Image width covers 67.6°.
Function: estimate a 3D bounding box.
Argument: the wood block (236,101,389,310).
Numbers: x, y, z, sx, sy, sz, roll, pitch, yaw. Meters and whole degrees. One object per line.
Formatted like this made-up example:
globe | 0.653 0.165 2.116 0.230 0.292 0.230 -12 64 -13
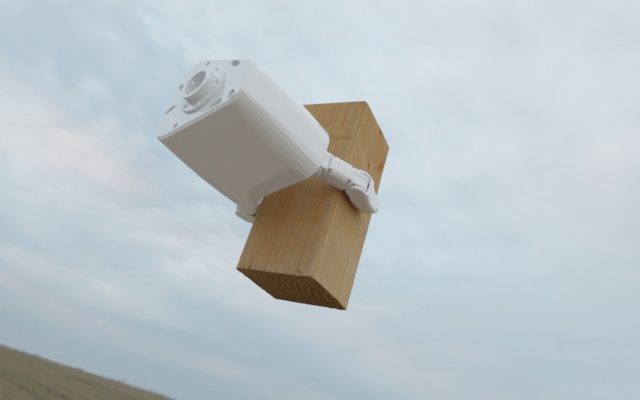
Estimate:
wood block | 0.000 0.001 0.519 0.091 0.206 0.090 3 -30 29
